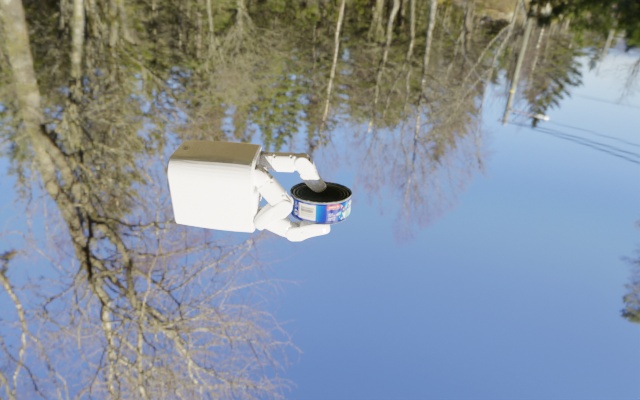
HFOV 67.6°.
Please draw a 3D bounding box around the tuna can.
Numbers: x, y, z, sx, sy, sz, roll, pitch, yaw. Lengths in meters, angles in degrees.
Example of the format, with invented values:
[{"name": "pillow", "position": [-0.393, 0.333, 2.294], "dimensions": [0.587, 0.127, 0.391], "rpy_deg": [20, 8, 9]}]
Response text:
[{"name": "tuna can", "position": [0.000, 0.003, 0.666], "dimensions": [0.086, 0.034, 0.086], "rpy_deg": [2, 21, -1]}]
